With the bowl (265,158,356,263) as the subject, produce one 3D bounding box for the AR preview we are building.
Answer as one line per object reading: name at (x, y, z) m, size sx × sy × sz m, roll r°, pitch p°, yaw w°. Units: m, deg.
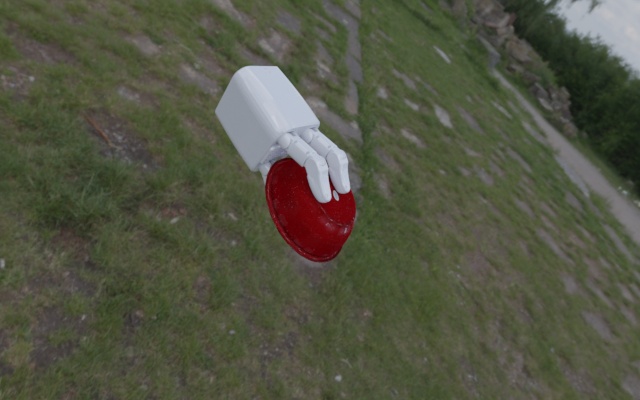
bowl at (0.001, 0.003, 0.667) m, size 0.055 × 0.162 × 0.162 m, roll -27°, pitch -16°, yaw 34°
